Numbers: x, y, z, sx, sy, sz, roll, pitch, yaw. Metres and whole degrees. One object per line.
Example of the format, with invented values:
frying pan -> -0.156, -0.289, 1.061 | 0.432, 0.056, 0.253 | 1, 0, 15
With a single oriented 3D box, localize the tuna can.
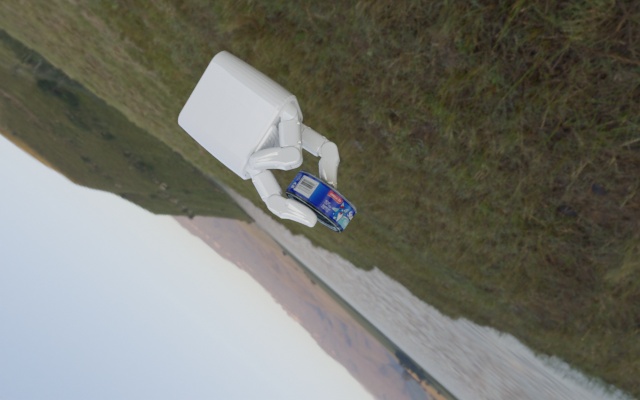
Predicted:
tuna can -> 0.000, 0.002, 0.577 | 0.086, 0.033, 0.086 | 35, -8, 6
